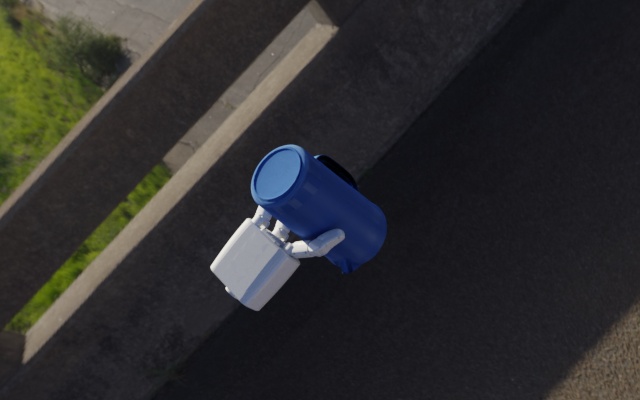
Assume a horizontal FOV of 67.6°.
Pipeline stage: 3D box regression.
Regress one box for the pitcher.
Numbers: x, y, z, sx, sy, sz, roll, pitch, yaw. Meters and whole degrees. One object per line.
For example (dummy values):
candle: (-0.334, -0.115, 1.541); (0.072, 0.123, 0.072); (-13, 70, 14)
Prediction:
pitcher: (0.000, 0.003, 0.796); (0.243, 0.145, 0.149); (39, 3, -46)
